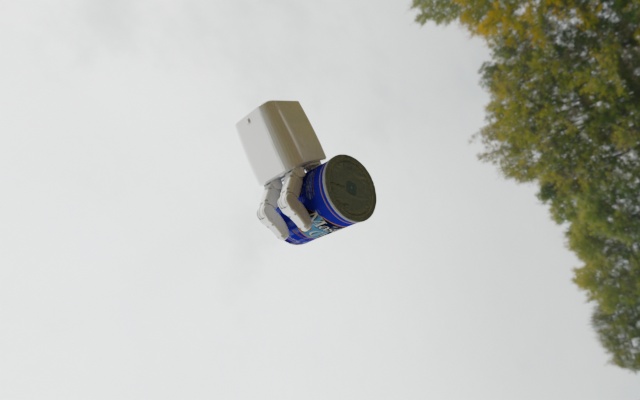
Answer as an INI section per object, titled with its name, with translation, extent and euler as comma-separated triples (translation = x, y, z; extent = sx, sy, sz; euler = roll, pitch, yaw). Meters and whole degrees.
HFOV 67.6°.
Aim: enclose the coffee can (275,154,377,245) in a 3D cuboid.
[coffee can]
translation = 0.000, 0.002, 0.729
extent = 0.103, 0.102, 0.140
euler = 0, -18, -43
